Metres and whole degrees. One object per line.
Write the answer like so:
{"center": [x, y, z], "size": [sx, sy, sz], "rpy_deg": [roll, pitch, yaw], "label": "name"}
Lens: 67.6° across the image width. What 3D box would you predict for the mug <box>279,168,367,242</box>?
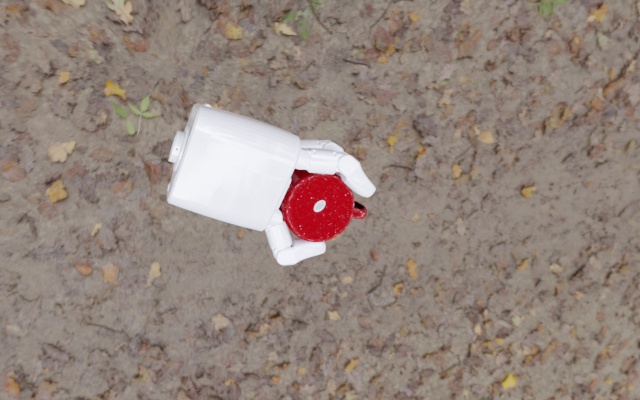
{"center": [0.001, 0.002, 0.559], "size": [0.117, 0.093, 0.081], "rpy_deg": [16, 10, -21], "label": "mug"}
